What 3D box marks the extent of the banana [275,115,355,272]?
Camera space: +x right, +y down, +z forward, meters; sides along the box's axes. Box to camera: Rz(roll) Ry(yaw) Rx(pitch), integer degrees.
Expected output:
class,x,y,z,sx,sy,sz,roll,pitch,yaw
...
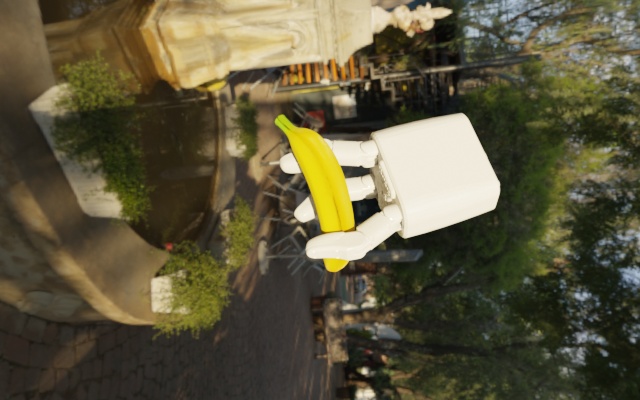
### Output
class,x,y,z,sx,sy,sz,roll,pitch,yaw
banana,0.007,0.005,0.497,0.037,0.198,0.069,-25,29,-16
